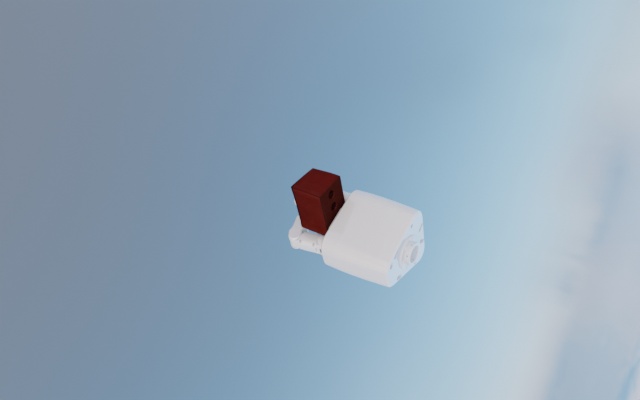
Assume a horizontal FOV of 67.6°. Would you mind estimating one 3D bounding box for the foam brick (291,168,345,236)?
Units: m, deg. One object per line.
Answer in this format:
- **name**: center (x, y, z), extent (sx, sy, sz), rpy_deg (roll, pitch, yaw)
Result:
- **foam brick**: center (0.000, 0.002, 0.685), extent (0.051, 0.078, 0.053), rpy_deg (18, 48, 34)
